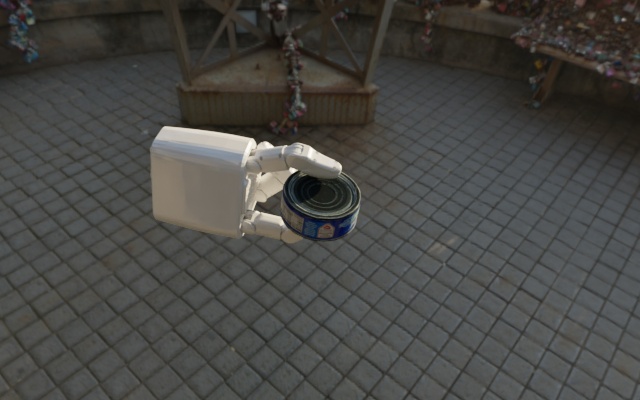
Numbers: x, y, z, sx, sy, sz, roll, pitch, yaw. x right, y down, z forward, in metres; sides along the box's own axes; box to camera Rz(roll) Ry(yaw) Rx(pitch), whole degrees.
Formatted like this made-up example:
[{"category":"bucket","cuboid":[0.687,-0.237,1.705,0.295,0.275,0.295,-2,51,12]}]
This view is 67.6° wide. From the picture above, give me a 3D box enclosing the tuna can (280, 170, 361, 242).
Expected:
[{"category":"tuna can","cuboid":[0.000,0.001,0.514,0.086,0.034,0.086,6,43,-6]}]
